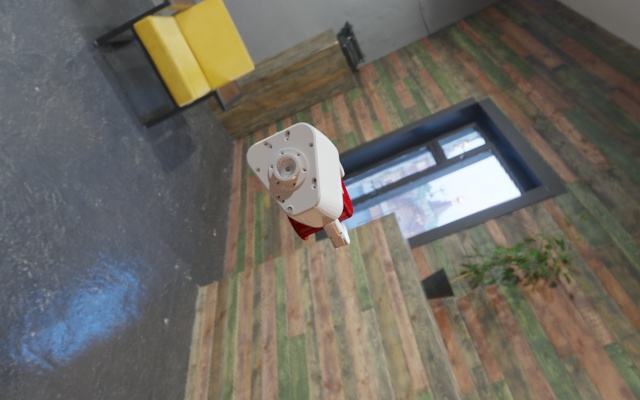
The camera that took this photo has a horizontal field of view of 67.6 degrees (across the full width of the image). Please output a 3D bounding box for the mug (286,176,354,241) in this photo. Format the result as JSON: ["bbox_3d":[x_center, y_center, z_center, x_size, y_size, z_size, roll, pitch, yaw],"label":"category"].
[{"bbox_3d":[0.001,0.002,0.714,0.081,0.093,0.117,-23,-12,11],"label":"mug"}]
